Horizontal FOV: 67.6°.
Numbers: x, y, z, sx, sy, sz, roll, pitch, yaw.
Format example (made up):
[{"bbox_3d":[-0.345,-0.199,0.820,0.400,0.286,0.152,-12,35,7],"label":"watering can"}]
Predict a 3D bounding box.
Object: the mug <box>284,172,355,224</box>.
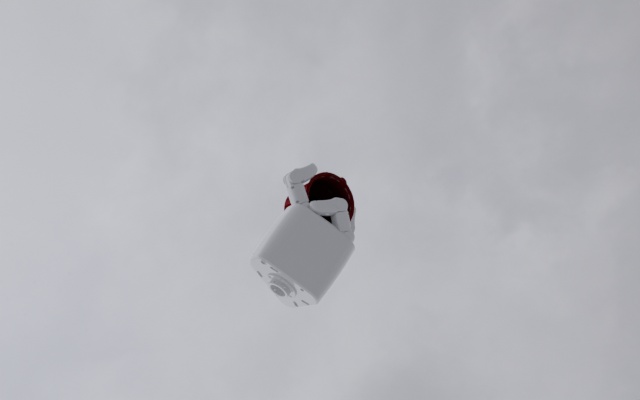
[{"bbox_3d":[0.001,0.002,0.779,0.081,0.093,0.117,-25,22,52],"label":"mug"}]
